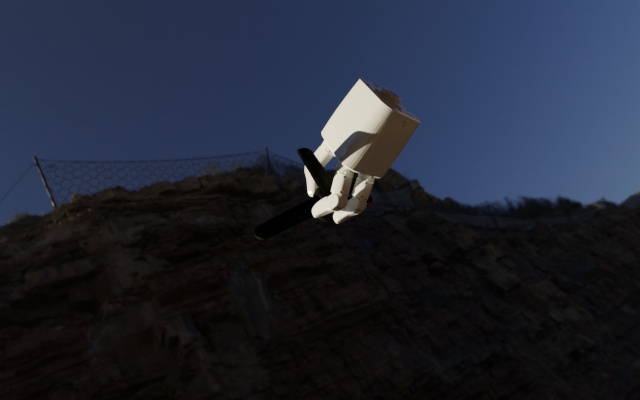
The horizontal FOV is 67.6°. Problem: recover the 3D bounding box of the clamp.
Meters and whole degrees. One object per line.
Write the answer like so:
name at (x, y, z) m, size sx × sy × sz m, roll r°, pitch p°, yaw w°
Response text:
clamp at (0.000, 0.002, 0.754) m, size 0.210 × 0.165 × 0.036 m, roll 9°, pitch 35°, yaw -48°
